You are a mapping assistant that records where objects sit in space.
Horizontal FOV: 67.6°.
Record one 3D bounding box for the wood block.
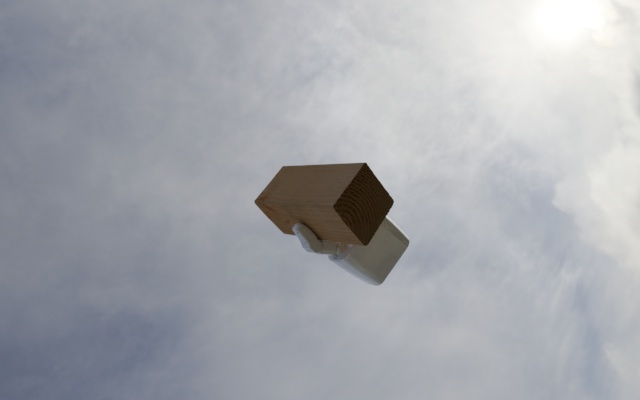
[{"bbox_3d":[0.000,0.003,0.762,0.206,0.090,0.090,2,-40,51],"label":"wood block"}]
